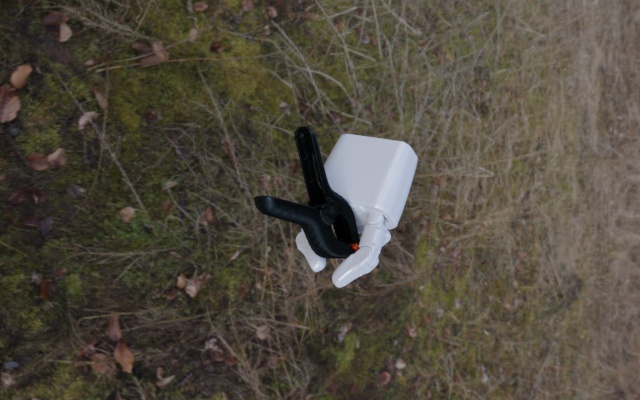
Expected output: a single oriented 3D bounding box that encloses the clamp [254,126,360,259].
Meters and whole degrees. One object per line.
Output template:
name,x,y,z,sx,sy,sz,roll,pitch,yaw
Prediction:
clamp,0.001,0.002,0.549,0.039,0.120,0.171,2,-32,40
